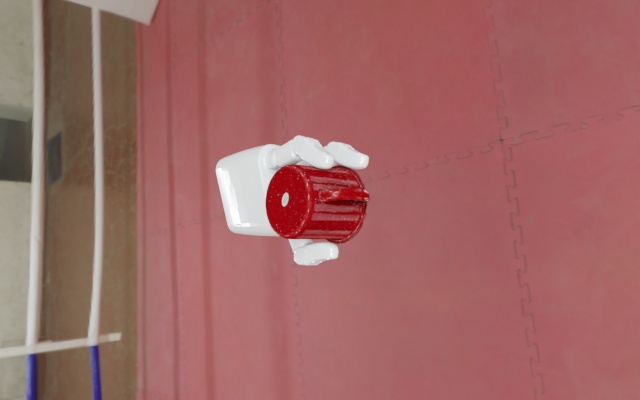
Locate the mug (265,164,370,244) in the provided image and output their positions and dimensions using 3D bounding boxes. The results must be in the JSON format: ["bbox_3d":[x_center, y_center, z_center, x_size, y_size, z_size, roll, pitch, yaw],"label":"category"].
[{"bbox_3d":[0.001,0.002,0.529,0.081,0.093,0.117,4,-7,-43],"label":"mug"}]
